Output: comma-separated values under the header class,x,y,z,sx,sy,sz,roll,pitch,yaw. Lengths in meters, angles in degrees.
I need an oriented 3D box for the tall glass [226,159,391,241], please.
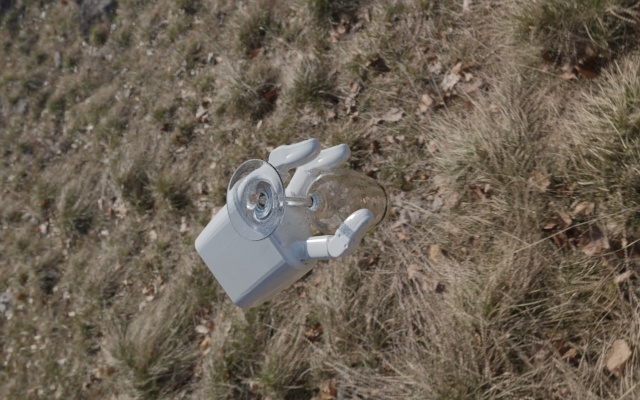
class,x,y,z,sx,sy,sz,roll,pitch,yaw
tall glass,0.000,0.002,0.508,0.079,0.079,0.201,0,-1,38
